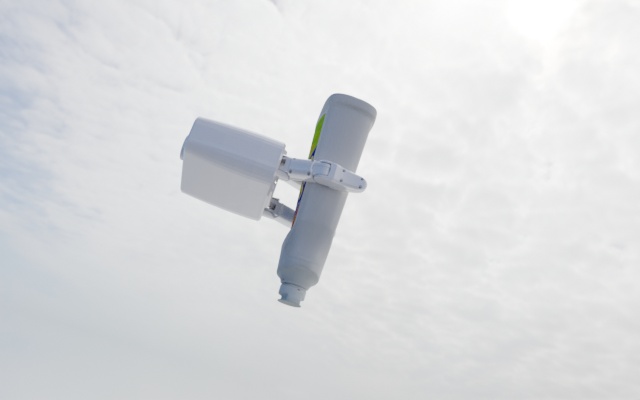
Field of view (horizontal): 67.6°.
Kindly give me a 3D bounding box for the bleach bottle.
[{"bbox_3d":[0.000,0.002,0.575,0.068,0.250,0.102,19,-22,-7],"label":"bleach bottle"}]
